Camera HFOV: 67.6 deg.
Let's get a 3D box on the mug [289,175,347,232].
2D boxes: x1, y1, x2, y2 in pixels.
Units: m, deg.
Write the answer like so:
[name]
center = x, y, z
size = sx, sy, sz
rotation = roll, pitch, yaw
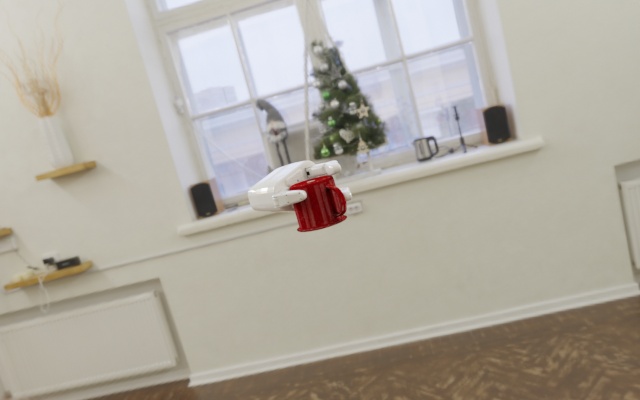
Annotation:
[mug]
center = 0.001, 0.002, 0.839
size = 0.093, 0.081, 0.117
rotation = -21, 10, -37
